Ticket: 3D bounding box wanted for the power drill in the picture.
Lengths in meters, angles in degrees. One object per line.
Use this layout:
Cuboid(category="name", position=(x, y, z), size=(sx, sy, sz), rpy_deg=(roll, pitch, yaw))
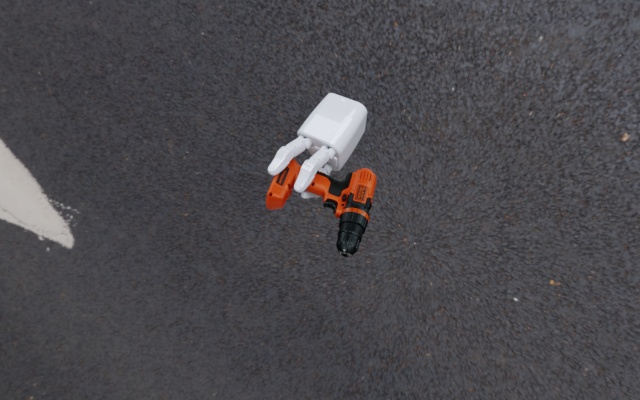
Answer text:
Cuboid(category="power drill", position=(0.000, 0.002, 0.871), size=(0.187, 0.184, 0.057), rpy_deg=(17, -35, 2))
